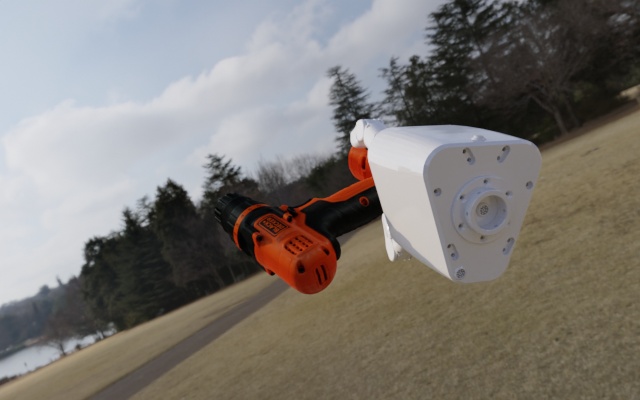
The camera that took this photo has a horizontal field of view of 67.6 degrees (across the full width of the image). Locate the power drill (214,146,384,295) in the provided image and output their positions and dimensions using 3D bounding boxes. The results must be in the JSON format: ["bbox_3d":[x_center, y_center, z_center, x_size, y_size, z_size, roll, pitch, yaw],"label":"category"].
[{"bbox_3d":[0.001,0.001,0.487,0.187,0.057,0.184,-33,37,-23],"label":"power drill"}]
